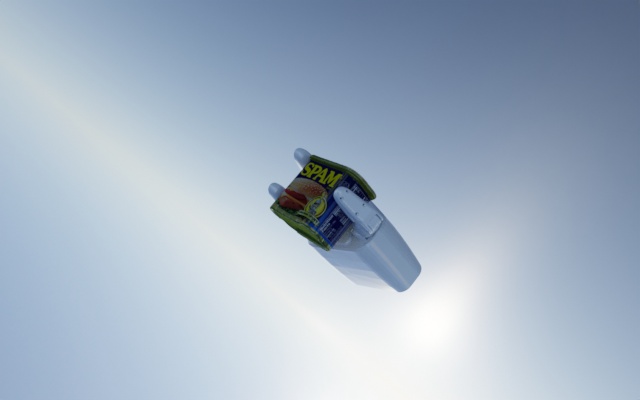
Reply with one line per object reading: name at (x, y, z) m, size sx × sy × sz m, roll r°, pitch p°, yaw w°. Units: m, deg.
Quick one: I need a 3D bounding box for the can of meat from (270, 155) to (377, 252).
can of meat at (0.000, 0.002, 0.556) m, size 0.102 × 0.084 × 0.057 m, roll 26°, pitch -18°, yaw 51°
